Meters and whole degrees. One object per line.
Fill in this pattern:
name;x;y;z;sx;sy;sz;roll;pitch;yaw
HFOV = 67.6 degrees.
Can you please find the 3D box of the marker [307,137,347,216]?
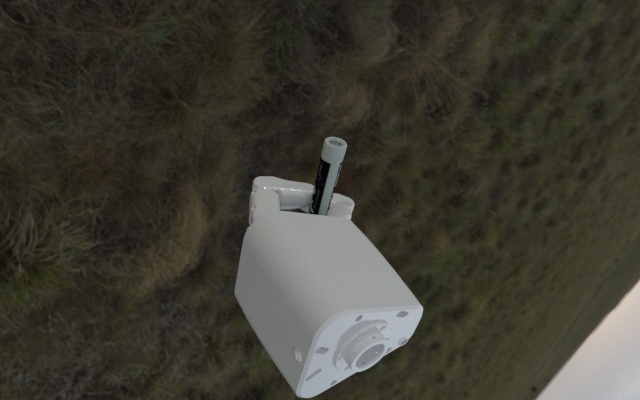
marker;0.000;0.001;0.419;0.020;0.121;0.020;10;34;-7
